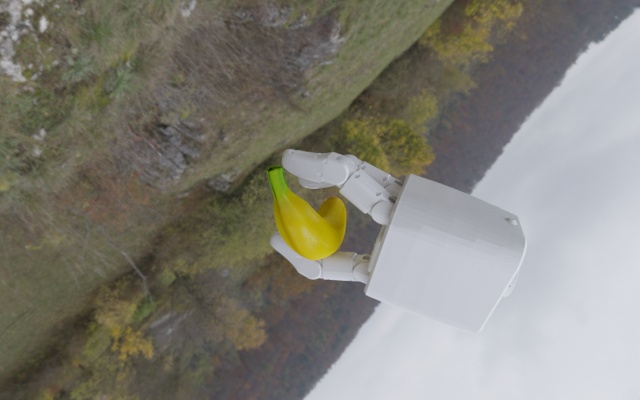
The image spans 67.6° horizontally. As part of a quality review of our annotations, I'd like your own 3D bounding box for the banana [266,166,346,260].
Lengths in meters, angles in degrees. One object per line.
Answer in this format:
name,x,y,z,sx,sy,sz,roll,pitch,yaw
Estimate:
banana,-0.001,0.020,0.434,0.037,0.069,0.198,1,-7,13
